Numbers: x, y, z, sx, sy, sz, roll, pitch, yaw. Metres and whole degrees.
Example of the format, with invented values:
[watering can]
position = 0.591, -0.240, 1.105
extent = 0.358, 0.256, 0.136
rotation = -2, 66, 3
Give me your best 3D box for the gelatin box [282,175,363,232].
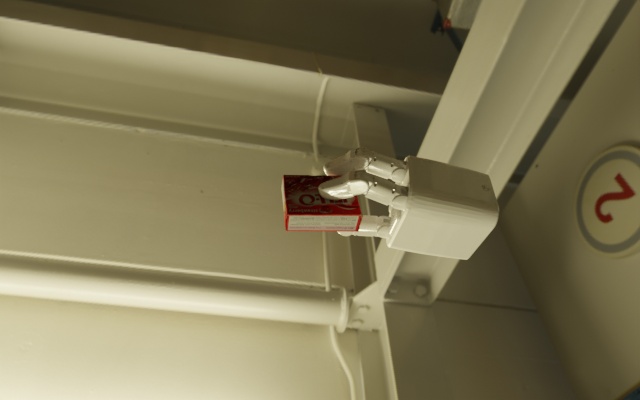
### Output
[gelatin box]
position = 0.000, 0.002, 0.570
extent = 0.089, 0.030, 0.073
rotation = 0, 41, -9
